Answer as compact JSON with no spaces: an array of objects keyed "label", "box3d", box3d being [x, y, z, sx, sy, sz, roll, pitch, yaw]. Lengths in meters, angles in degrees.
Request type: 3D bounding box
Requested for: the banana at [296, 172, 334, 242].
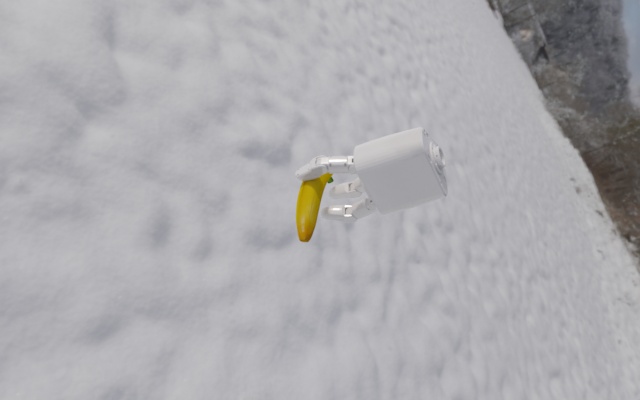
[{"label":"banana","box3d":[-0.006,-0.015,0.766,0.037,0.070,0.197,-12,27,23]}]
